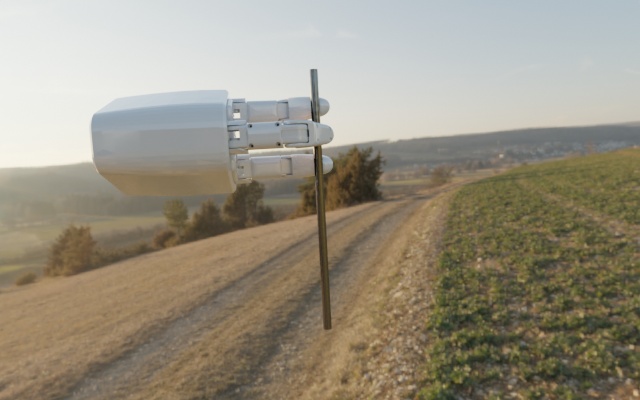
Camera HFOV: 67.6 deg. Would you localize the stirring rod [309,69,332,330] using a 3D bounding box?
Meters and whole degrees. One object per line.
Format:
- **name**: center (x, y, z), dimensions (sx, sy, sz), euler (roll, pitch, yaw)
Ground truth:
- **stirring rod**: center (0.000, 0.002, 0.442), dimensions (0.011, 0.239, 0.011), euler (-3, 5, 0)
